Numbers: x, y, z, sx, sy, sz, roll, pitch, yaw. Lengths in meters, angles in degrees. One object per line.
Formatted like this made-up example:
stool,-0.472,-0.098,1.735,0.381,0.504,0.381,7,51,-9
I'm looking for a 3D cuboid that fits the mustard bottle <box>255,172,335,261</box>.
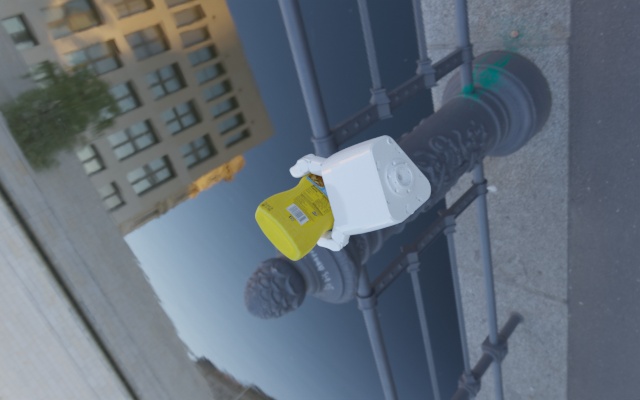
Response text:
mustard bottle,0.000,0.003,0.730,0.191,0.096,0.058,-36,-14,-34
